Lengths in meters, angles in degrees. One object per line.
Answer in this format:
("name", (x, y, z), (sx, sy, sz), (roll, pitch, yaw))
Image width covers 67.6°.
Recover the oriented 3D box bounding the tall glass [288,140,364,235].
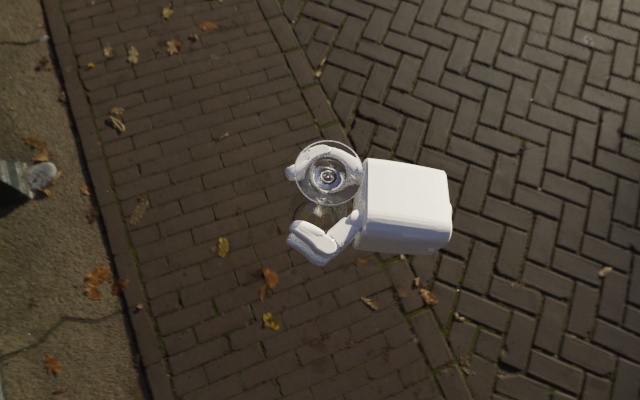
("tall glass", (0.000, 0.002, 0.592), (0.079, 0.079, 0.201), (0, -18, -6))
